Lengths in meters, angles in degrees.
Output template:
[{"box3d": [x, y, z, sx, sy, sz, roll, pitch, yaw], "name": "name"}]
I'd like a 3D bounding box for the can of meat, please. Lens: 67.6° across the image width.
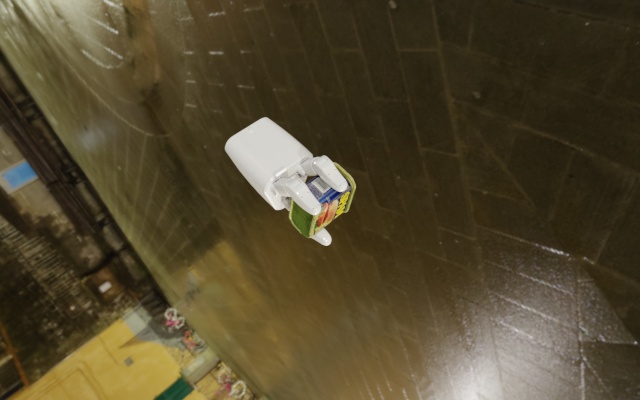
[{"box3d": [0.000, 0.003, 0.738, 0.084, 0.057, 0.102, -37, -19, -25], "name": "can of meat"}]
